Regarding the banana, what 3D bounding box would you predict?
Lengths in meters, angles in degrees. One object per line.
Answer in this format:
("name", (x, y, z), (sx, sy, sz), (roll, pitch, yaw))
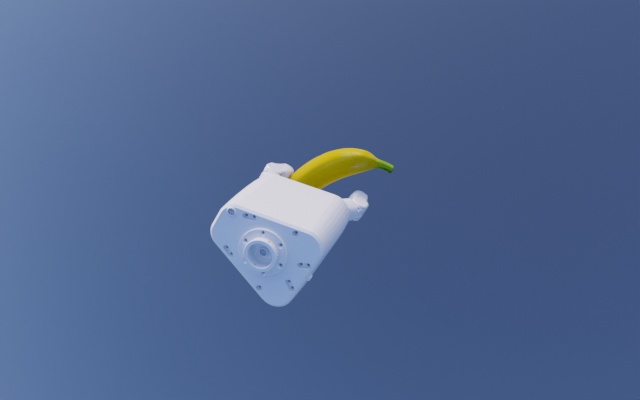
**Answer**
("banana", (-0.008, -0.014, 0.613), (0.198, 0.070, 0.037), (-30, 16, 20))
